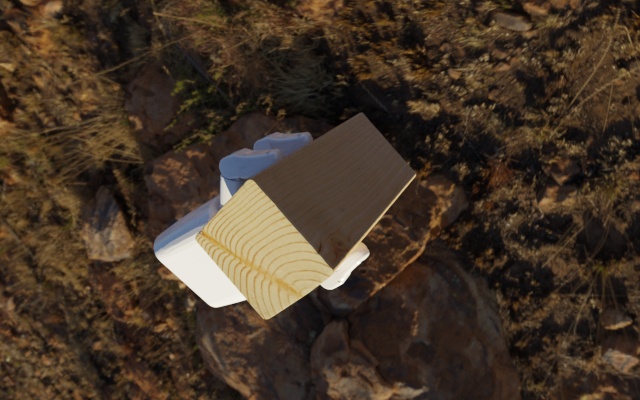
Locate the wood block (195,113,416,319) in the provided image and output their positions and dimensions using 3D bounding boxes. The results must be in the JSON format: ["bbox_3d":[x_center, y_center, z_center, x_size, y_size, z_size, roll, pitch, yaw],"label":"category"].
[{"bbox_3d":[0.000,0.002,0.438,0.090,0.091,0.206,-41,0,36],"label":"wood block"}]
